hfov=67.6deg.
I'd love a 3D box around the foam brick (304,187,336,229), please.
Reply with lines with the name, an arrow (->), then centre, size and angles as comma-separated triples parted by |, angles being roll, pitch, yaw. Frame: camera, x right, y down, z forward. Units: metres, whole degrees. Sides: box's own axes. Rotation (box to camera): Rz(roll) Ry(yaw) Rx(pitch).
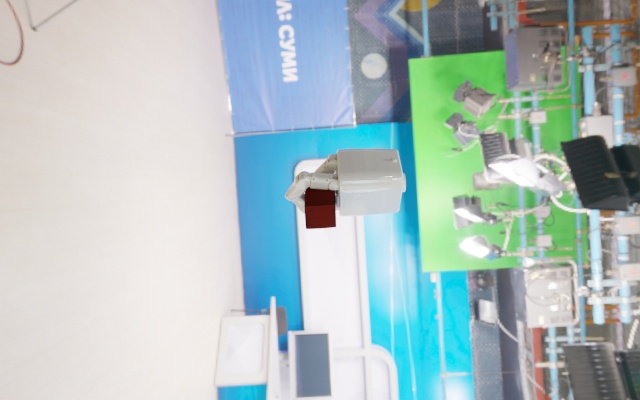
foam brick -> 0.000, 0.003, 0.799 | 0.051, 0.053, 0.078 | -1, 41, 1
